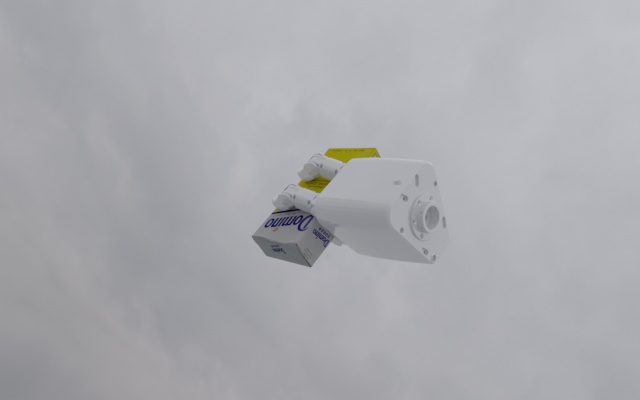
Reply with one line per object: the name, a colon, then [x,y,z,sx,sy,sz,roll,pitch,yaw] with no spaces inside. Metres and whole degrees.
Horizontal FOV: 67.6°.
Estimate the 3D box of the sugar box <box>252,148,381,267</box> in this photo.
sugar box: [0.000,0.002,0.617,0.093,0.048,0.176,5,45,48]
